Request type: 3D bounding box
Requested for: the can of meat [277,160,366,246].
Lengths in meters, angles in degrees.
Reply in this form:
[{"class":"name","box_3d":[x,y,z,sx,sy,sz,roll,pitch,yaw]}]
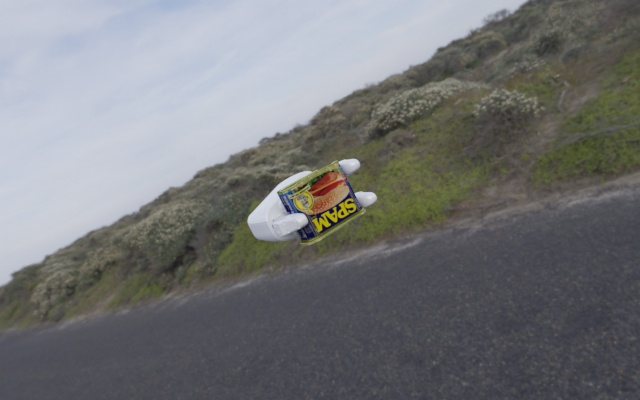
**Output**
[{"class":"can of meat","box_3d":[0.000,0.002,0.674,0.102,0.084,0.057,-30,7,-21]}]
